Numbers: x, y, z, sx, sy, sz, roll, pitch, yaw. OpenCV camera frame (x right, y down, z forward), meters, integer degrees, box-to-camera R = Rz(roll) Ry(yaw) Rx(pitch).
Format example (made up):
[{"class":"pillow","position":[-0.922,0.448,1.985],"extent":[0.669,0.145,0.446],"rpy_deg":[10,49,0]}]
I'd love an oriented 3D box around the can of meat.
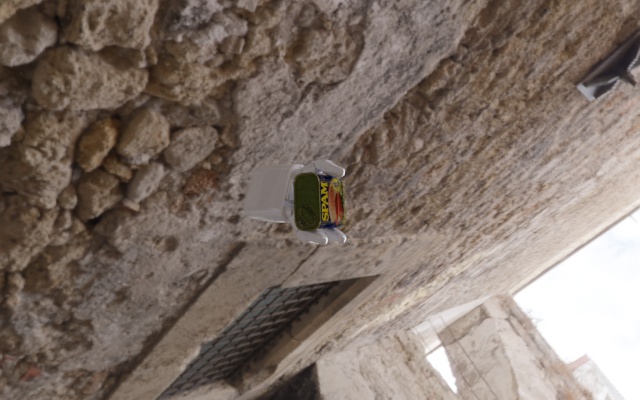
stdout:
[{"class":"can of meat","position":[0.000,0.003,0.860],"extent":[0.057,0.102,0.084],"rpy_deg":[-4,-3,37]}]
